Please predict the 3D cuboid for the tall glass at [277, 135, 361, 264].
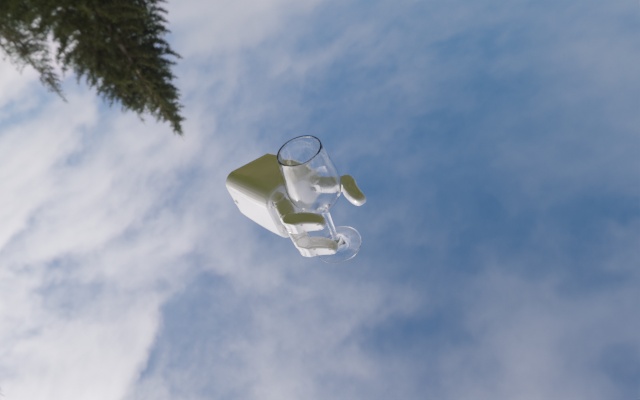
[{"bbox_3d":[0.000,0.003,0.690,0.079,0.079,0.201,0,-43,23],"label":"tall glass"}]
